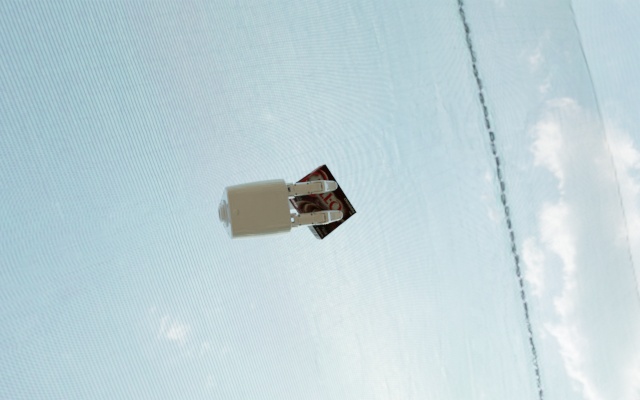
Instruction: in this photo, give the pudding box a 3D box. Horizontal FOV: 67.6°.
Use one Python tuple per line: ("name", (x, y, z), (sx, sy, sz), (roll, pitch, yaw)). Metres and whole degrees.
("pudding box", (0.000, 0.003, 0.888), (0.090, 0.113, 0.039), (-37, 12, -19))
